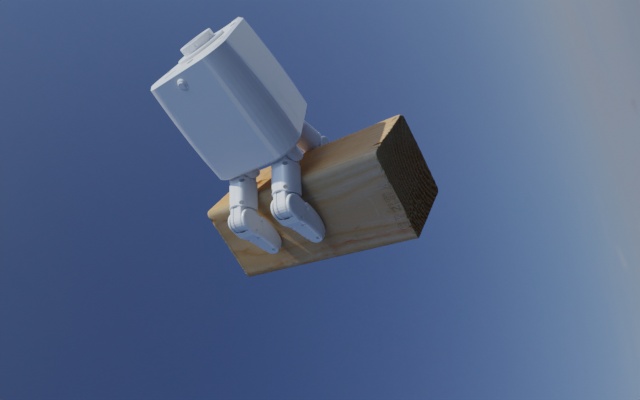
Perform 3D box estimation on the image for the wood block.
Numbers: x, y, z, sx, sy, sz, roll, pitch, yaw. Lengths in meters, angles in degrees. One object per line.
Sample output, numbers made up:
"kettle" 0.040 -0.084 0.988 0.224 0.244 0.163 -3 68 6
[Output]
"wood block" 0.000 0.001 0.486 0.206 0.090 0.090 -17 22 34
